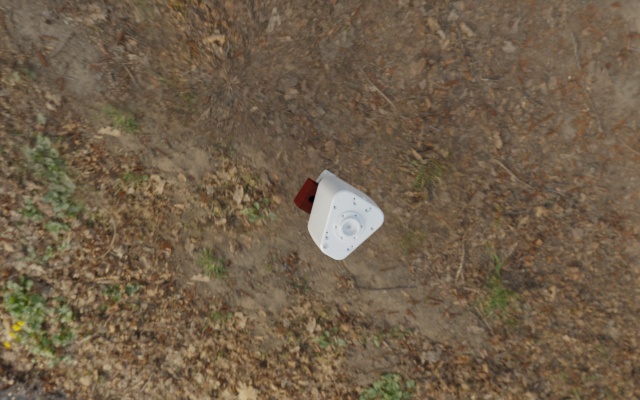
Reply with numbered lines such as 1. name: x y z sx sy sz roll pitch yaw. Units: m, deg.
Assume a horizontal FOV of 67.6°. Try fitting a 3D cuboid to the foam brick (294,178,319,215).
1. foam brick: 0.000 0.003 0.857 0.078 0.053 0.051 29 6 -15
